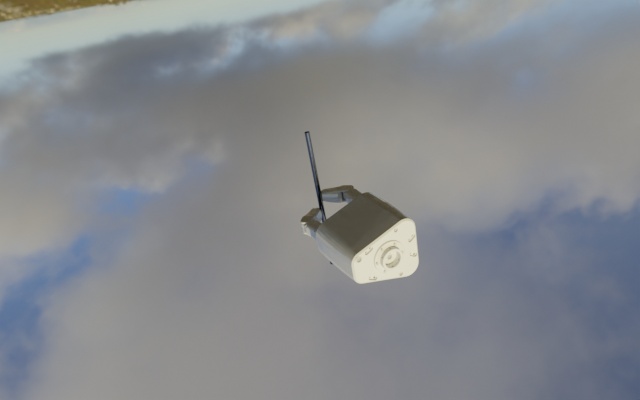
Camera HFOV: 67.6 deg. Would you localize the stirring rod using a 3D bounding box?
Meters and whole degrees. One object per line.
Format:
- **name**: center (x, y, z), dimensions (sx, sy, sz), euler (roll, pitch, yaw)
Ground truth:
- **stirring rod**: center (0.000, 0.002, 0.778), dimensions (0.011, 0.240, 0.011), euler (-9, 26, 4)
